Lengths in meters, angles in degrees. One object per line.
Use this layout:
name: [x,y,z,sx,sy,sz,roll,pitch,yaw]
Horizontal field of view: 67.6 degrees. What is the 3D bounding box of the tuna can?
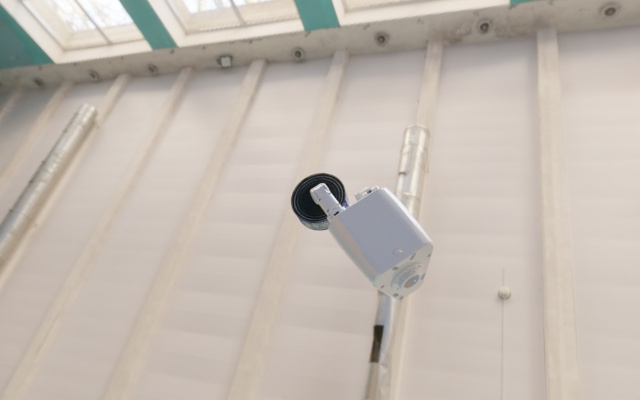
tuna can: [0.000,0.003,0.730,0.086,0.086,0.034,0,-30,18]
